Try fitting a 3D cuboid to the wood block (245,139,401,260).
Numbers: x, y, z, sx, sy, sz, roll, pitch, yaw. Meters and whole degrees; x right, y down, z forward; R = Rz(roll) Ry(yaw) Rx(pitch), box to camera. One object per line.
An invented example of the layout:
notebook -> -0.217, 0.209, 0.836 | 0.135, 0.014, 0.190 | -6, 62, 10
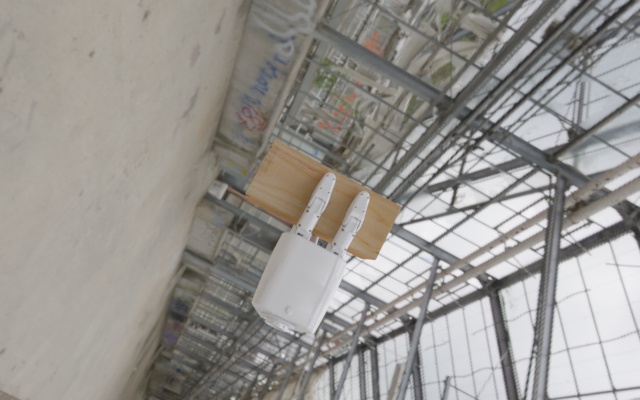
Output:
wood block -> 0.000, 0.003, 0.712 | 0.206, 0.090, 0.091 | 28, -9, -6
